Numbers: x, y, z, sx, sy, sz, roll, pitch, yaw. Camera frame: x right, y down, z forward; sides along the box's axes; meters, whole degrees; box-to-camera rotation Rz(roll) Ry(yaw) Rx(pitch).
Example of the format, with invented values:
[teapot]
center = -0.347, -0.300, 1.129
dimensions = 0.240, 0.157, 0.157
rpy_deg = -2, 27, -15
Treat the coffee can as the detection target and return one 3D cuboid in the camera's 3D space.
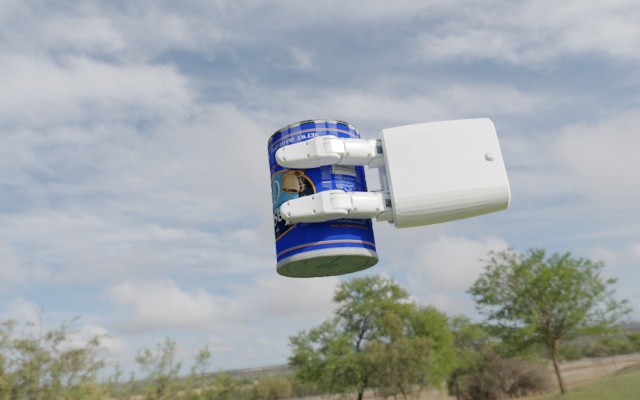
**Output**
[coffee can]
center = 0.000, 0.002, 0.498
dimensions = 0.103, 0.140, 0.103
rpy_deg = -6, -19, -2
